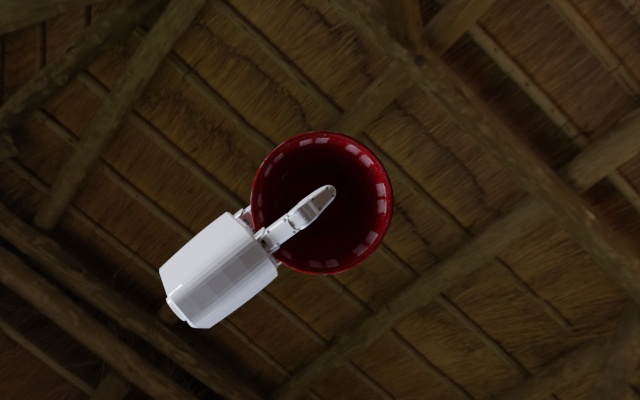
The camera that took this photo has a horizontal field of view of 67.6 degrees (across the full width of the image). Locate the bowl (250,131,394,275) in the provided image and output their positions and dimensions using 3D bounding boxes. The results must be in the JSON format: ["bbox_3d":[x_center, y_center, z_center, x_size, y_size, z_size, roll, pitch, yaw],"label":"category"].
[{"bbox_3d":[0.001,0.001,0.558,0.162,0.162,0.055,0,4,-7],"label":"bowl"}]
